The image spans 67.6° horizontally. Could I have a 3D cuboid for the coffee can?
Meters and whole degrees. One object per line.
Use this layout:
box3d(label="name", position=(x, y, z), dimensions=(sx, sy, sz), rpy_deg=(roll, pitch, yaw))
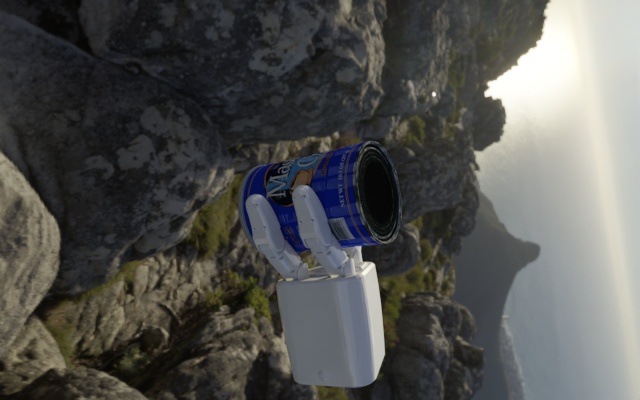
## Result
box3d(label="coffee can", position=(0.000, 0.001, 0.500), dimensions=(0.140, 0.103, 0.103), rpy_deg=(-9, -5, 31))
